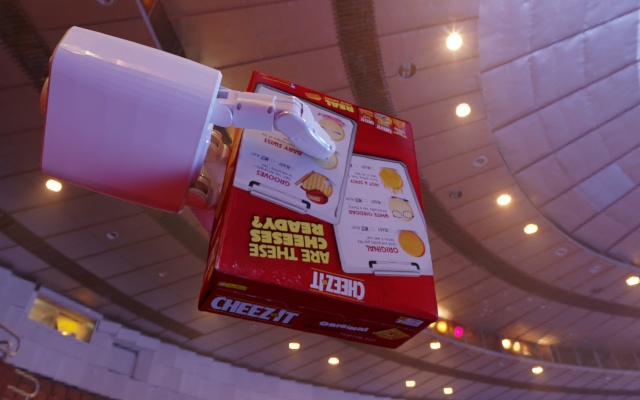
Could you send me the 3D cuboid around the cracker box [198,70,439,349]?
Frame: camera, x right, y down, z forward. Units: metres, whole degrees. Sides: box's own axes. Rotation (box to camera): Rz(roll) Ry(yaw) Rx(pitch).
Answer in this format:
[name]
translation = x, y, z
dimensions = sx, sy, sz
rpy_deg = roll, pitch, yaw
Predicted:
[cracker box]
translation = 0.000, 0.001, 0.404
dimensions = 0.164, 0.213, 0.072
rpy_deg = 16, -42, -16
